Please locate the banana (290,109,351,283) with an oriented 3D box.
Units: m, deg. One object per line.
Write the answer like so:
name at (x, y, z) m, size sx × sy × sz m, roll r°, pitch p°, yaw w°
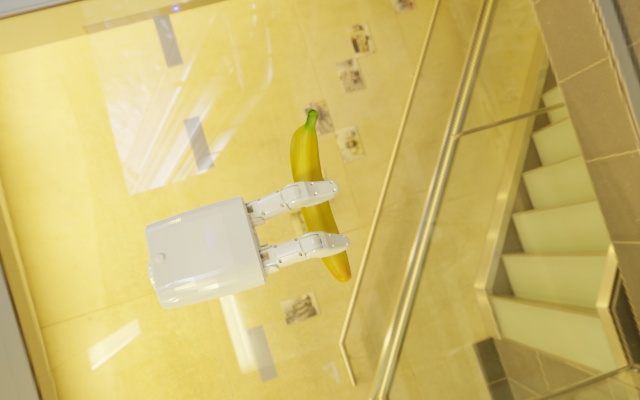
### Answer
banana at (-0.005, -0.001, 0.560) m, size 0.037 × 0.198 × 0.069 m, roll -14°, pitch 3°, yaw -13°
